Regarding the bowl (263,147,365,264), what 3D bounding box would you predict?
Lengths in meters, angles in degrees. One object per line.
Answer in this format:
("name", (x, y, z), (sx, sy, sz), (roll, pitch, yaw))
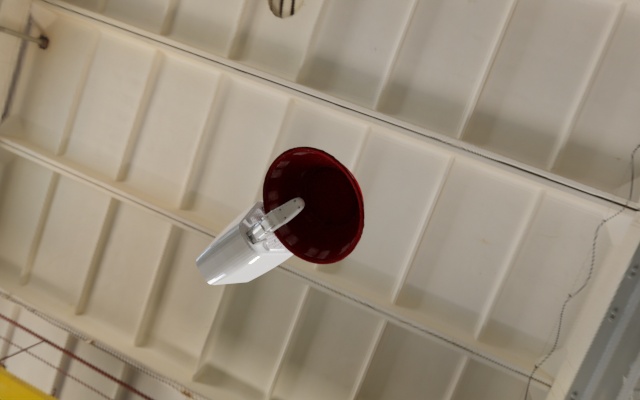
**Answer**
("bowl", (0.001, 0.002, 0.648), (0.162, 0.162, 0.055), (0, 15, 35))
